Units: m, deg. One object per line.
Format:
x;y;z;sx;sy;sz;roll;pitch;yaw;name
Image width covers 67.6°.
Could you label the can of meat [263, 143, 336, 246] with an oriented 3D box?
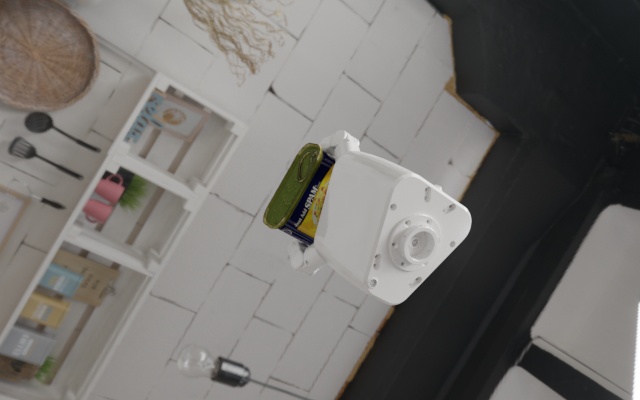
0.000;0.002;0.526;0.084;0.102;0.057;31;-3;-26;can of meat
